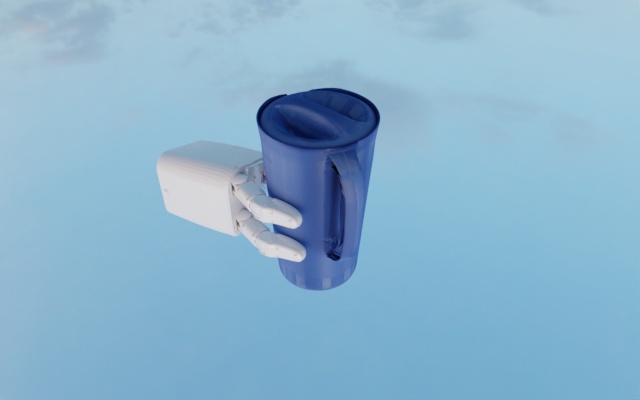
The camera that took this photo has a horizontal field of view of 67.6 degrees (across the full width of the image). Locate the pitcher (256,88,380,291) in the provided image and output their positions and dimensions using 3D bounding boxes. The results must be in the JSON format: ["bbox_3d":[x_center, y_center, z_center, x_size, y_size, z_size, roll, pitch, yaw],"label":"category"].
[{"bbox_3d":[0.000,0.002,0.577,0.145,0.243,0.149,15,42,18],"label":"pitcher"}]
